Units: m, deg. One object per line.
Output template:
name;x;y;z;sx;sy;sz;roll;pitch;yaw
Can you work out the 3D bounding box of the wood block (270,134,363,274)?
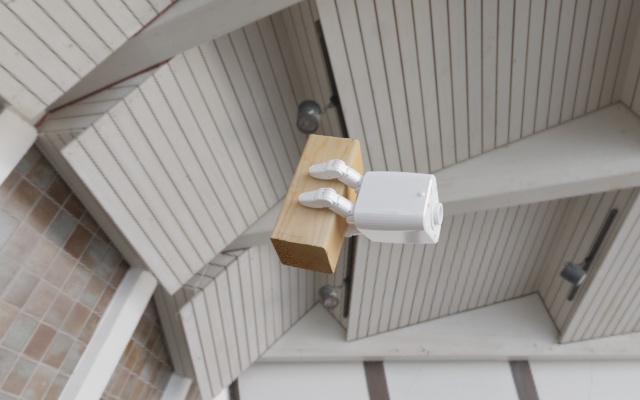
wood block;0.001;0.003;0.778;0.090;0.206;0.091;9;-33;17
